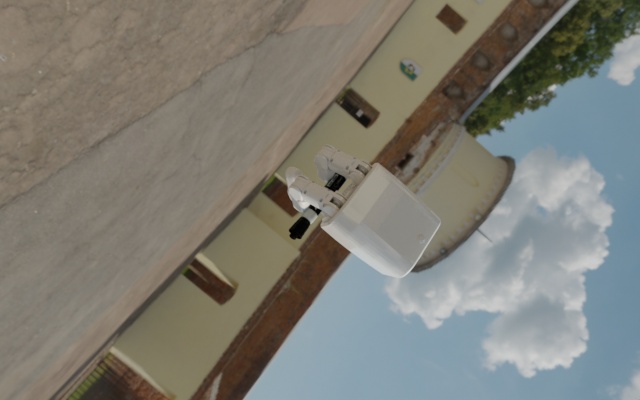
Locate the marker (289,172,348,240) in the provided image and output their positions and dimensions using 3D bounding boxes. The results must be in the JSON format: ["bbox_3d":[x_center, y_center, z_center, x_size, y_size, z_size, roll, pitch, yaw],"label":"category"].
[{"bbox_3d":[0.000,0.002,0.601,0.020,0.121,0.020,31,-25,17],"label":"marker"}]
